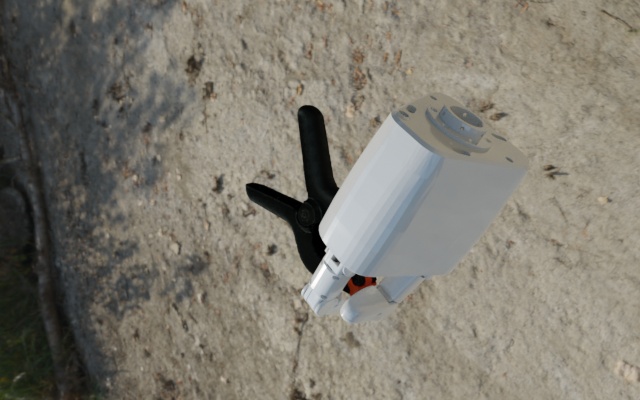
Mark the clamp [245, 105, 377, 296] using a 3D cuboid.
[{"bbox_3d":[0.000,0.002,0.424,0.039,0.120,0.171,-12,50,-44],"label":"clamp"}]
